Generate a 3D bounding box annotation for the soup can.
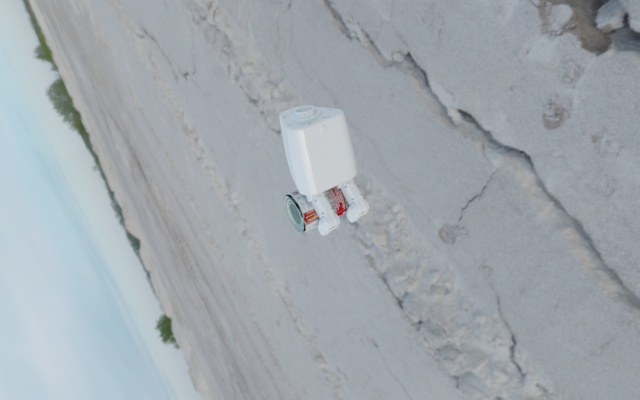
[{"bbox_3d":[0.000,0.003,0.773,0.102,0.068,0.068,-24,9,-21],"label":"soup can"}]
